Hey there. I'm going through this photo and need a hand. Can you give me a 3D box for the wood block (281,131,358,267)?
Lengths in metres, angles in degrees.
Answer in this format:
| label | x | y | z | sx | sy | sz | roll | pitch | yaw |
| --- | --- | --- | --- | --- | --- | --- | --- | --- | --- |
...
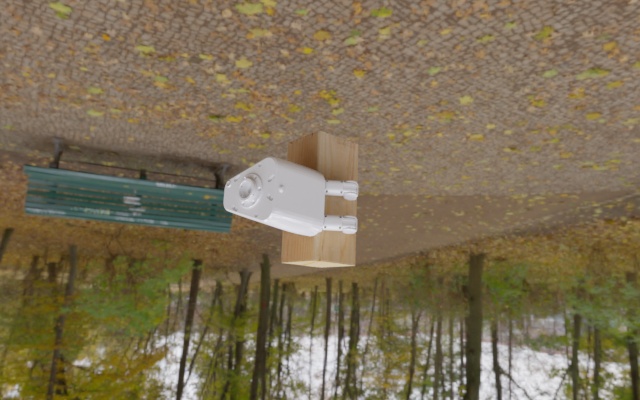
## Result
| label | x | y | z | sx | sy | sz | roll | pitch | yaw |
| --- | --- | --- | --- | --- | --- | --- | --- | --- | --- |
| wood block | 0.000 | 0.003 | 0.792 | 0.090 | 0.206 | 0.091 | 13 | -16 | -39 |
